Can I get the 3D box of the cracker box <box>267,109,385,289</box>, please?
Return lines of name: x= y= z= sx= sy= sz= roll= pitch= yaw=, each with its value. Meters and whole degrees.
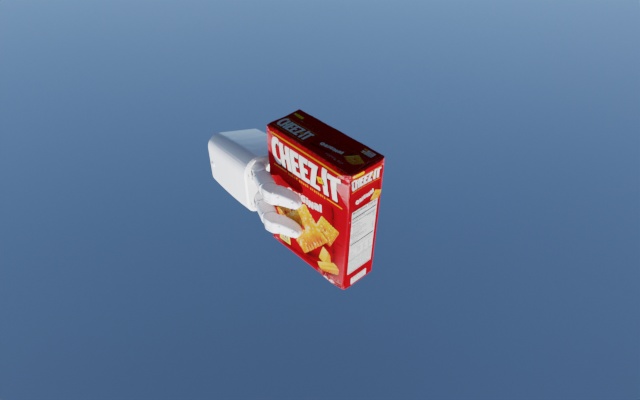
cracker box: x=0.000 y=0.002 z=0.687 sx=0.072 sy=0.214 sz=0.164 roll=-32 pitch=50 yaw=-32
